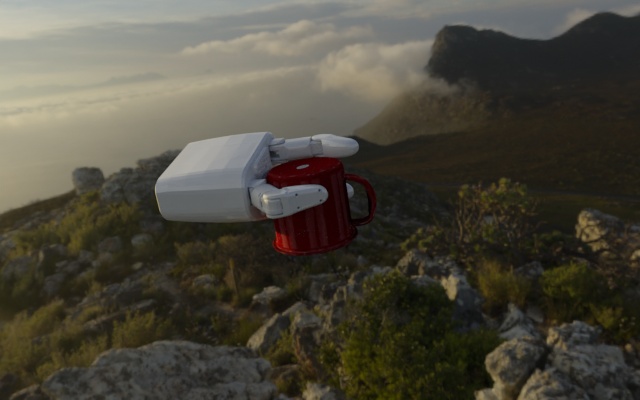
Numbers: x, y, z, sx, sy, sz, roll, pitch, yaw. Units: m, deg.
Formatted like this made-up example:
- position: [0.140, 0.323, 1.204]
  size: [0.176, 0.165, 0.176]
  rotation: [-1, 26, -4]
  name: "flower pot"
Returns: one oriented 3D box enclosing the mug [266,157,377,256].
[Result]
- position: [0.001, 0.001, 0.500]
  size: [0.117, 0.081, 0.093]
  rotation: [-3, 18, 19]
  name: "mug"
